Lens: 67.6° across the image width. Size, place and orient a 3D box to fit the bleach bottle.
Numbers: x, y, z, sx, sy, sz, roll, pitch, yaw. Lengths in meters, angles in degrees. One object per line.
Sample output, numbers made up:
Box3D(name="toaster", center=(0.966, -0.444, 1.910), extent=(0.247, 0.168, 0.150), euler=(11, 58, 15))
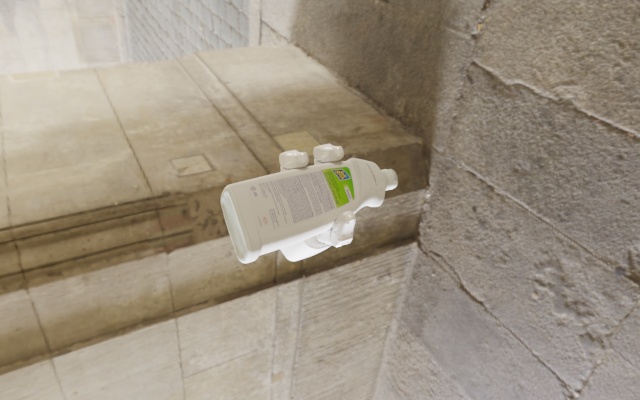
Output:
Box3D(name="bleach bottle", center=(0.000, 0.002, 0.647), extent=(0.251, 0.102, 0.068), euler=(-14, -13, -27))
